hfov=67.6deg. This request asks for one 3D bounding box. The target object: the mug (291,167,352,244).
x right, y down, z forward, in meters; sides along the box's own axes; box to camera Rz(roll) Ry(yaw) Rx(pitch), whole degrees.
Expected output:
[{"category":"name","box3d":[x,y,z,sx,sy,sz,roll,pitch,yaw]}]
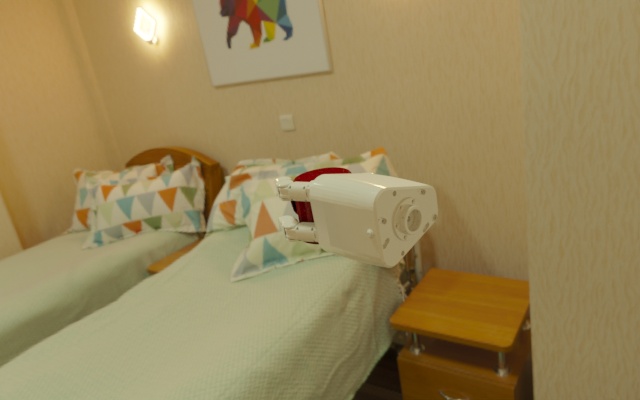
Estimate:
[{"category":"mug","box3d":[-0.001,0.002,0.659,0.093,0.081,0.117,-24,23,-37]}]
